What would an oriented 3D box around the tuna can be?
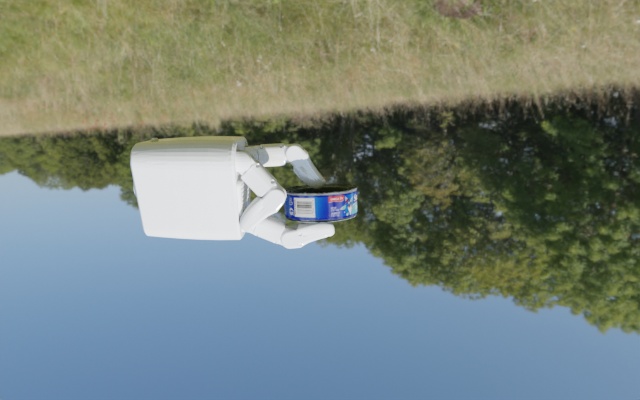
[{"bbox_3d":[0.000,0.002,0.553,0.086,0.034,0.086,-2,8,0],"label":"tuna can"}]
